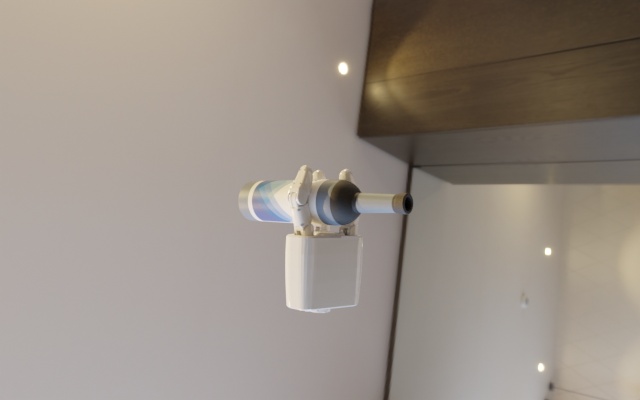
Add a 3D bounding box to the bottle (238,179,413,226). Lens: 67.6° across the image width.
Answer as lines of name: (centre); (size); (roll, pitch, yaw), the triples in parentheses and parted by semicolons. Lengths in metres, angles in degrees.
bottle: (0.000, 0.002, 0.707); (0.295, 0.069, 0.069); (1, 1, 40)
